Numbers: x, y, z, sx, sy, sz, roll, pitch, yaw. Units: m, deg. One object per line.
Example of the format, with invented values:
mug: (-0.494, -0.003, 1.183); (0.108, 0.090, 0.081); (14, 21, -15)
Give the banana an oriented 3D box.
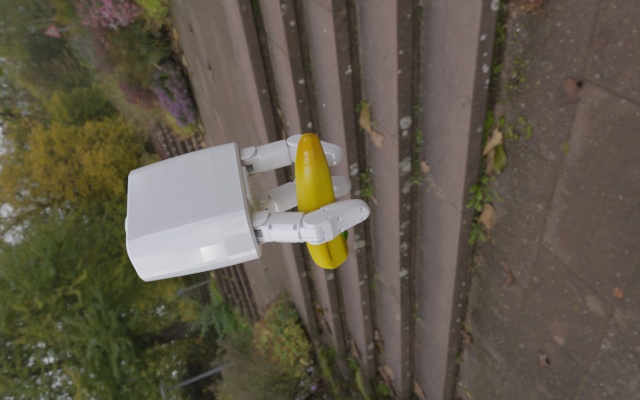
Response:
banana: (0.002, 0.019, 0.465); (0.037, 0.069, 0.198); (-8, -31, 6)
